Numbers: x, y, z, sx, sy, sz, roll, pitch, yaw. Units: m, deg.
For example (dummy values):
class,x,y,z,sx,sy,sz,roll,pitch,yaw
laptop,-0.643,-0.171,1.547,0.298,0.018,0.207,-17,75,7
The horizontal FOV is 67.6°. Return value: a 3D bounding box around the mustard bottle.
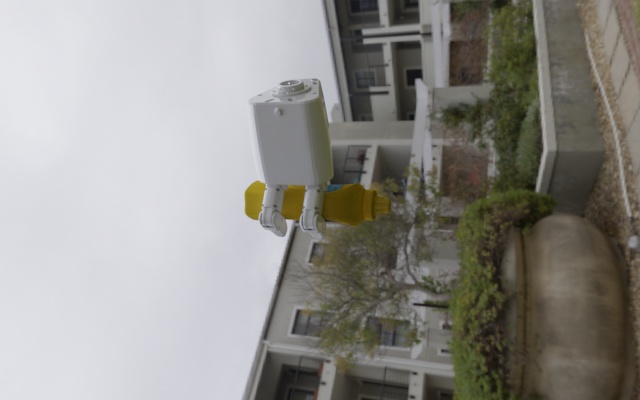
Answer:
class,x,y,z,sx,sy,sz,roll,pitch,yaw
mustard bottle,0.000,0.002,0.652,0.191,0.058,0.096,2,5,18
